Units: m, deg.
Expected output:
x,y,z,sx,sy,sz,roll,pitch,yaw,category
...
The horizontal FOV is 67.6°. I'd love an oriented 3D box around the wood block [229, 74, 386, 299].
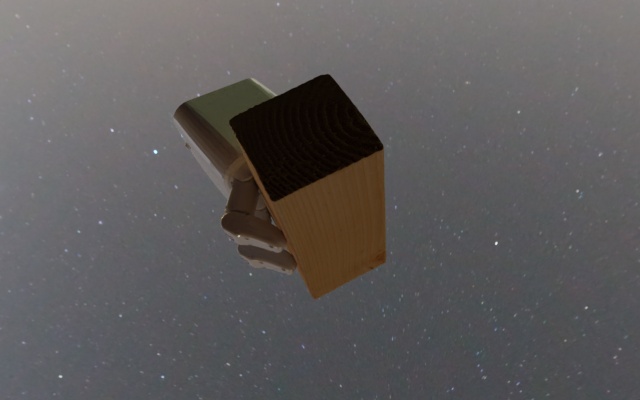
x,y,z,sx,sy,sz,roll,pitch,yaw,category
0.000,0.001,0.438,0.091,0.090,0.206,-27,-30,-7,wood block
